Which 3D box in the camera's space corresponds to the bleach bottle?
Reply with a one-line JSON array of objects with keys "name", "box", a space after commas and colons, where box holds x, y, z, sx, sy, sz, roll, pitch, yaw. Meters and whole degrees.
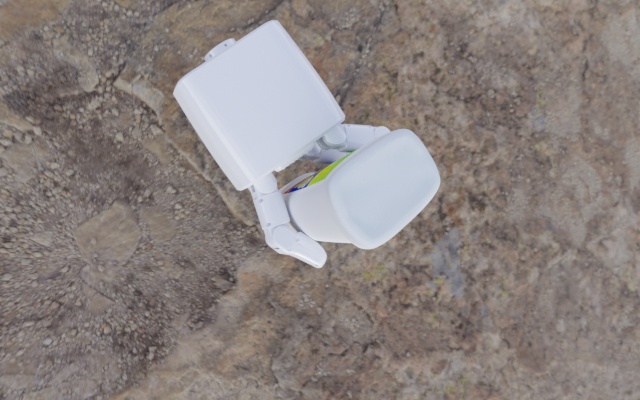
[{"name": "bleach bottle", "box": [0.000, 0.002, 0.468, 0.102, 0.068, 0.251, -37, 10, -24]}]
